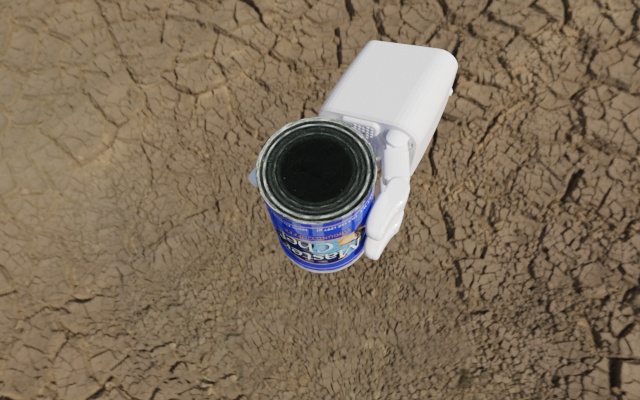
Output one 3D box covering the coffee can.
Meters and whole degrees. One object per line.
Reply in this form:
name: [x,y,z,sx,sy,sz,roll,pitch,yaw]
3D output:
coffee can: [0.000,0.002,0.462,0.103,0.102,0.140,0,-25,3]
